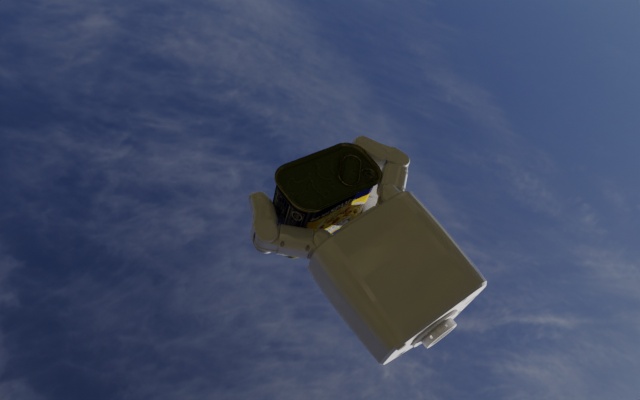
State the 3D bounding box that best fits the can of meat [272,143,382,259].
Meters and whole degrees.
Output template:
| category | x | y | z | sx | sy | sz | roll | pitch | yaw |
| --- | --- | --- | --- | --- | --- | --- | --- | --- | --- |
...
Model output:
| category | x | y | z | sx | sy | sz | roll | pitch | yaw |
| --- | --- | --- | --- | --- | --- | --- | --- | --- | --- |
| can of meat | 0.000 | 0.002 | 0.464 | 0.102 | 0.057 | 0.084 | -24 | -28 | -31 |
